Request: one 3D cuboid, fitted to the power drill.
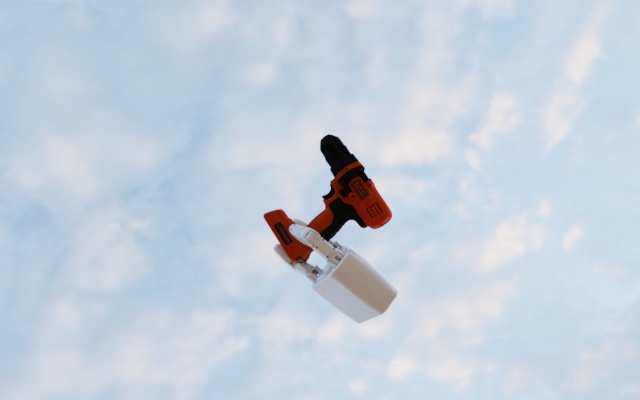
[{"bbox_3d":[0.000,0.003,0.805,0.187,0.184,0.057,-35,-17,6],"label":"power drill"}]
